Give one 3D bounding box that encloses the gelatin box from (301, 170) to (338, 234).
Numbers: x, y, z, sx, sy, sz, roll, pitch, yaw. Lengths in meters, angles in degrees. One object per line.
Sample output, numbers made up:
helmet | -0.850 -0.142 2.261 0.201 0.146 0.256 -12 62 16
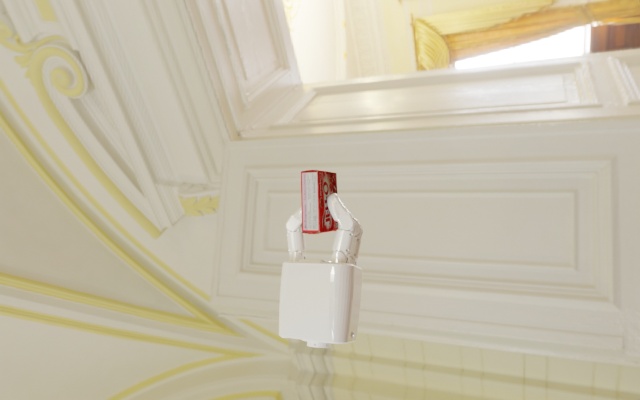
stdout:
gelatin box | 0.000 0.002 0.689 0.030 0.089 0.073 -2 -1 23
